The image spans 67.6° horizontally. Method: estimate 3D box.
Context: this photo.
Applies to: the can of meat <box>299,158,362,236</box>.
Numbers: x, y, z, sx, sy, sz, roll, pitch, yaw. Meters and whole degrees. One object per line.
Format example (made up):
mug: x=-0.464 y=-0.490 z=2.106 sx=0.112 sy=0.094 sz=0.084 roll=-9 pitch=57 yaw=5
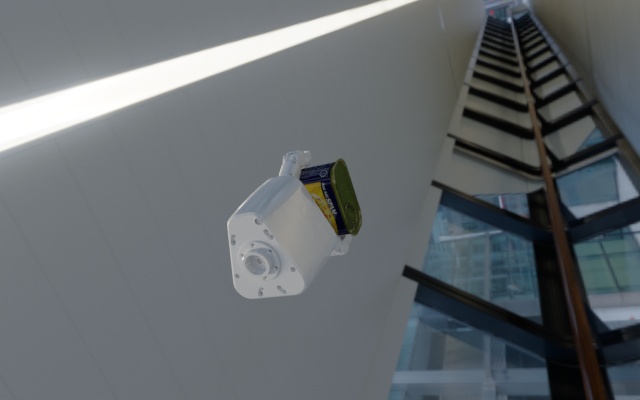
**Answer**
can of meat: x=0.000 y=0.002 z=0.647 sx=0.084 sy=0.102 sz=0.057 roll=-10 pitch=23 yaw=23
